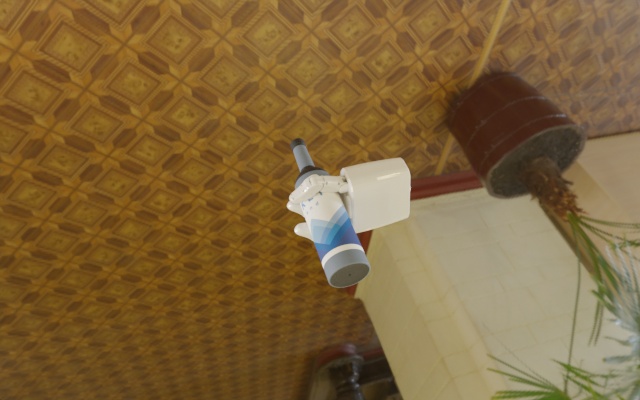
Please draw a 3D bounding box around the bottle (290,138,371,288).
[{"bbox_3d":[0.000,0.003,0.796,0.069,0.295,0.069,-13,-38,-11],"label":"bottle"}]
